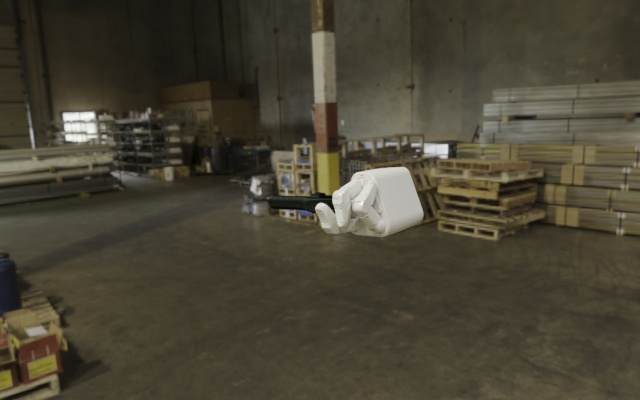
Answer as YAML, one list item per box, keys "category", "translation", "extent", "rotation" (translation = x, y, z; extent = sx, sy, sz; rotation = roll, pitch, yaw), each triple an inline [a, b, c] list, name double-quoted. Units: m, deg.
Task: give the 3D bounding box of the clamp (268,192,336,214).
- category: "clamp"
  translation: [0.000, 0.002, 0.866]
  extent: [0.120, 0.039, 0.171]
  rotation: [-15, 16, -42]
